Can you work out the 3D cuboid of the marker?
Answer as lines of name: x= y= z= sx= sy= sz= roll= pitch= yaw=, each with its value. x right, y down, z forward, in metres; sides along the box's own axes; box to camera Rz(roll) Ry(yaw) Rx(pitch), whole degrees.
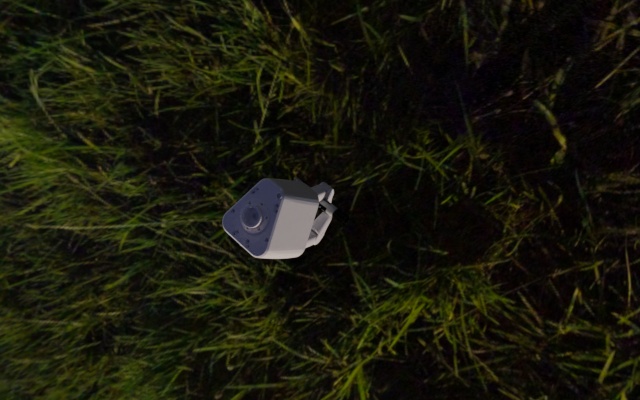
marker: x=0.000 y=0.003 z=0.790 sx=0.121 sy=0.020 sz=0.020 roll=37 pitch=16 yaw=23
